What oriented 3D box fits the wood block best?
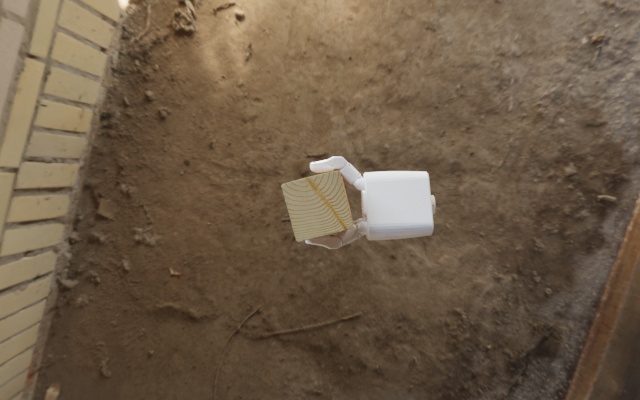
[{"bbox_3d":[0.000,0.002,0.799,0.090,0.091,0.206,-14,2,3],"label":"wood block"}]
